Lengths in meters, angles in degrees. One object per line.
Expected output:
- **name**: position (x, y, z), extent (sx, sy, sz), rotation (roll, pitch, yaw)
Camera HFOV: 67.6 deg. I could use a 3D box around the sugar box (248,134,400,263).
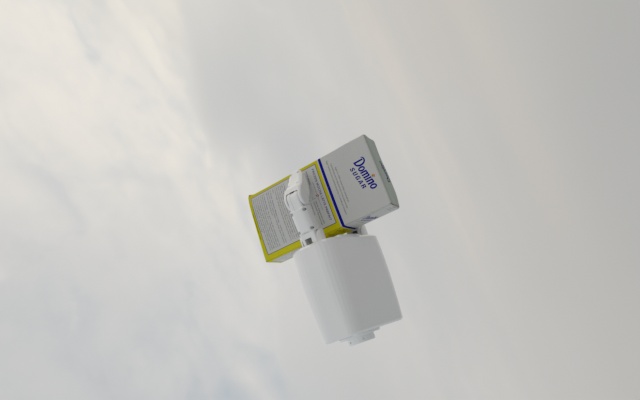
- **sugar box**: position (0.000, 0.002, 0.586), extent (0.176, 0.093, 0.048), rotation (-25, -18, 19)
